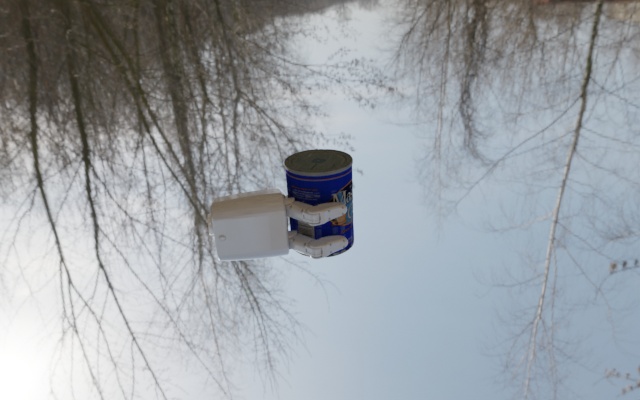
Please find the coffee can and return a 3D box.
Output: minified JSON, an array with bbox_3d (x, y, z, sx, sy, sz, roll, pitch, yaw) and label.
[{"bbox_3d":[0.000,0.002,0.740,0.103,0.140,0.102,-2,24,1],"label":"coffee can"}]
